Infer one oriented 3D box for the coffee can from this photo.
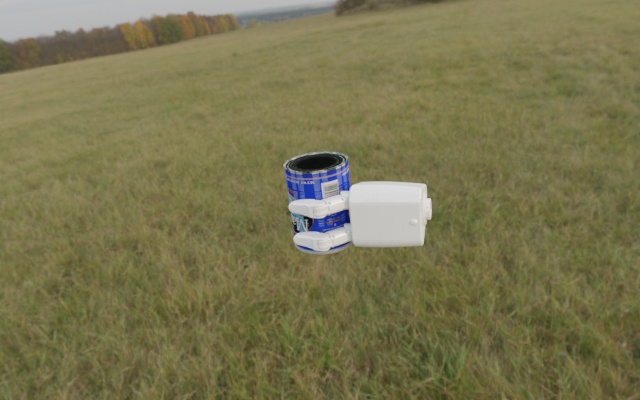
[{"bbox_3d":[0.000,0.003,0.775,0.103,0.140,0.102,-6,22,2],"label":"coffee can"}]
